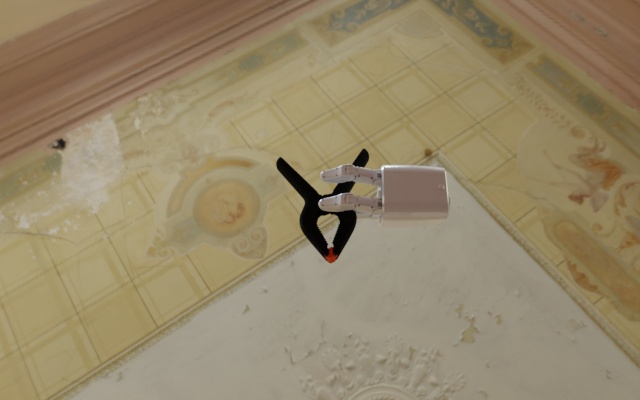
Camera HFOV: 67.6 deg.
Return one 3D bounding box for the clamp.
[{"bbox_3d":[0.000,0.004,0.807,0.164,0.209,0.036,0,-28,6],"label":"clamp"}]
